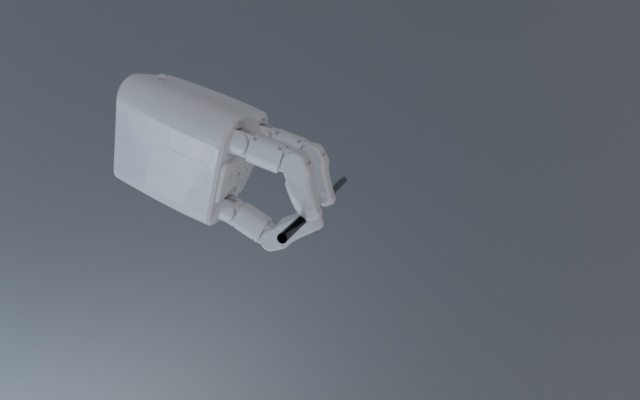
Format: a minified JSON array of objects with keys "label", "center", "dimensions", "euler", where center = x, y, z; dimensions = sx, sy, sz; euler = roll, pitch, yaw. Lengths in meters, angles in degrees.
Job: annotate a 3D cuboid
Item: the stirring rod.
[{"label":"stirring rod","center":[0.000,0.002,0.461],"dimensions":[0.011,0.011,0.239],"euler":[0,13,14]}]
